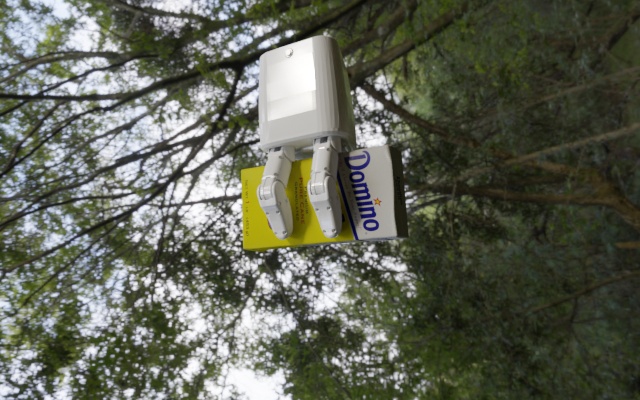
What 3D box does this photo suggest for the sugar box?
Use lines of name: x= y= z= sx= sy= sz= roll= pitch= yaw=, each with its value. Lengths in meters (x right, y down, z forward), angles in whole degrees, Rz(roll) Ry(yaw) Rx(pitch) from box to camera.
sugar box: x=0.000 y=0.001 z=0.506 sx=0.176 sy=0.093 sz=0.048 roll=-9 pitch=-10 yaw=27
